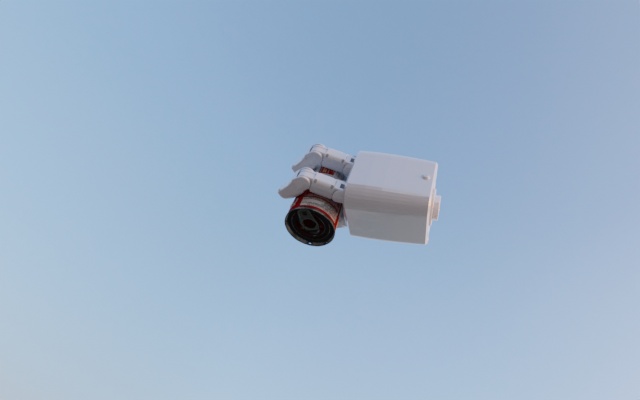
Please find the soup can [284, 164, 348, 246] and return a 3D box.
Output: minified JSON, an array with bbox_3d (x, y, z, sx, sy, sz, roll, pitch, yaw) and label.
[{"bbox_3d":[0.000,0.002,0.646,0.068,0.069,0.102,0,41,22],"label":"soup can"}]
